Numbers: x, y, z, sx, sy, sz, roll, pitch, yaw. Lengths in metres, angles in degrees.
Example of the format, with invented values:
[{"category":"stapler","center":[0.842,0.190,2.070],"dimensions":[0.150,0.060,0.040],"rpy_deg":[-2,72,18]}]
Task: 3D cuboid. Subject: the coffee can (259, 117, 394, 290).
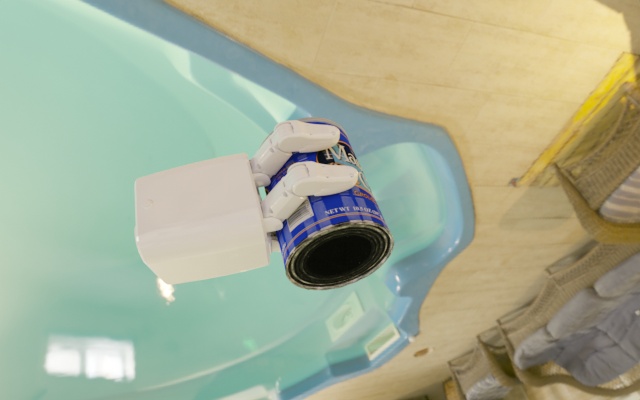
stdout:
[{"category":"coffee can","center":[0.000,0.001,0.472],"dimensions":[0.103,0.140,0.103],"rpy_deg":[-12,-39,-10]}]
